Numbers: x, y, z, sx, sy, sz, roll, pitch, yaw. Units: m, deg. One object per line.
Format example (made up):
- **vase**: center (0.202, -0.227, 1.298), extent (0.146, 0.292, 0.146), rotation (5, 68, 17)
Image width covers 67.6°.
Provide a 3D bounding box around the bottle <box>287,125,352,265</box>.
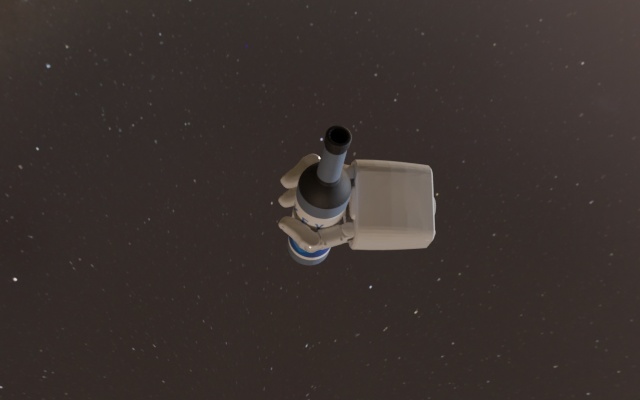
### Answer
- **bottle**: center (0.000, 0.002, 0.618), extent (0.069, 0.069, 0.296), rotation (0, -28, -8)
